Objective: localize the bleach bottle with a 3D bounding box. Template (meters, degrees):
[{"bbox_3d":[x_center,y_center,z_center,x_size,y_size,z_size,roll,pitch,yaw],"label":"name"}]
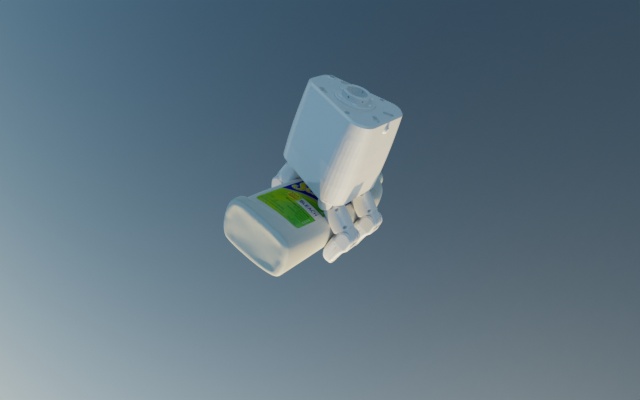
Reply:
[{"bbox_3d":[0.000,0.002,0.625,0.102,0.068,0.250,37,39,20],"label":"bleach bottle"}]
